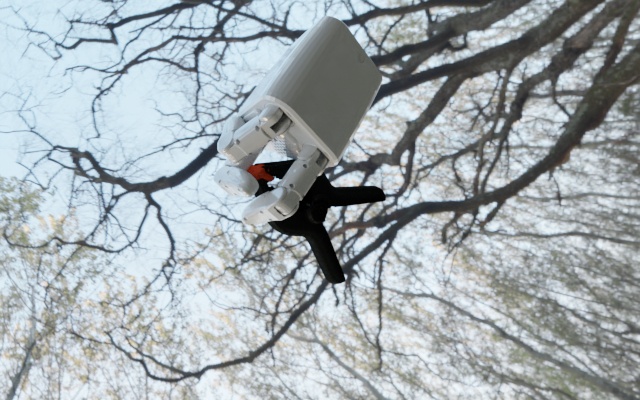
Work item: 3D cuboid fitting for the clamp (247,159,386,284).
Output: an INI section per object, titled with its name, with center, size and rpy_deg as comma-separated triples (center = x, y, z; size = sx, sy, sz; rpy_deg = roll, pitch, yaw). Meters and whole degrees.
[clamp]
center = 0.000, 0.002, 0.506
size = 0.039, 0.120, 0.171
rpy_deg = 10, -27, 49
